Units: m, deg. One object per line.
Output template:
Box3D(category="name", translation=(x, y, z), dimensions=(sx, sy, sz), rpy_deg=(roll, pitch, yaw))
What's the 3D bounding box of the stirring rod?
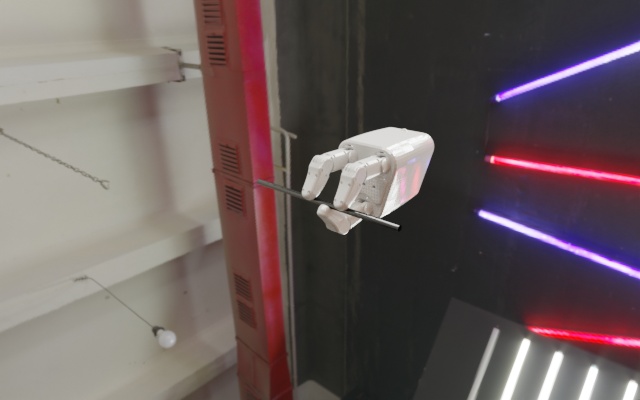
Box3D(category="stirring rod", translation=(0.000, 0.002, 0.611), dimensions=(0.239, 0.011, 0.011), rpy_deg=(18, 12, 39))
